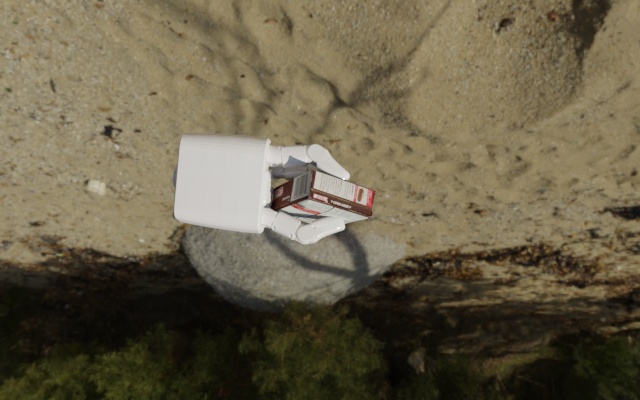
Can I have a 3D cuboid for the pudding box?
[{"bbox_3d":[0.000,0.002,0.596,0.090,0.039,0.113,17,-16,-26],"label":"pudding box"}]
